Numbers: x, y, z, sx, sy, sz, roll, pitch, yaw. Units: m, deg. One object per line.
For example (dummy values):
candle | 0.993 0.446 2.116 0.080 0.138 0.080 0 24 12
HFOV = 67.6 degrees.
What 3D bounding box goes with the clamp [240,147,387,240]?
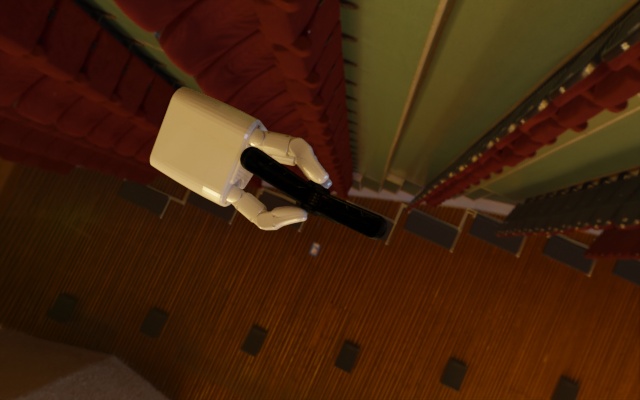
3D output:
clamp | 0.000 0.003 0.564 0.164 0.036 0.210 30 -3 7
